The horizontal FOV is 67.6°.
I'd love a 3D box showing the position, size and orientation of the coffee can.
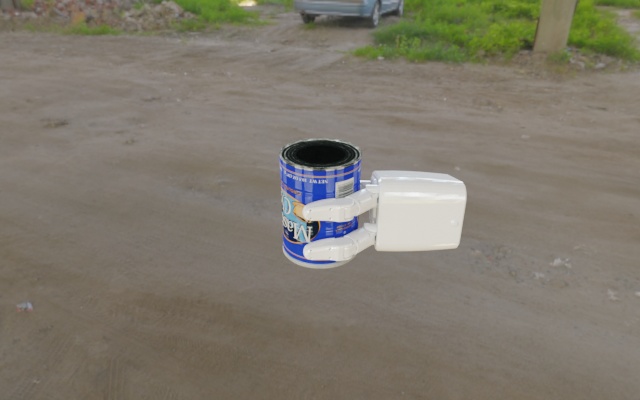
[{"bbox_3d":[0.000,0.002,0.620,0.103,0.140,0.102,0,27,0],"label":"coffee can"}]
